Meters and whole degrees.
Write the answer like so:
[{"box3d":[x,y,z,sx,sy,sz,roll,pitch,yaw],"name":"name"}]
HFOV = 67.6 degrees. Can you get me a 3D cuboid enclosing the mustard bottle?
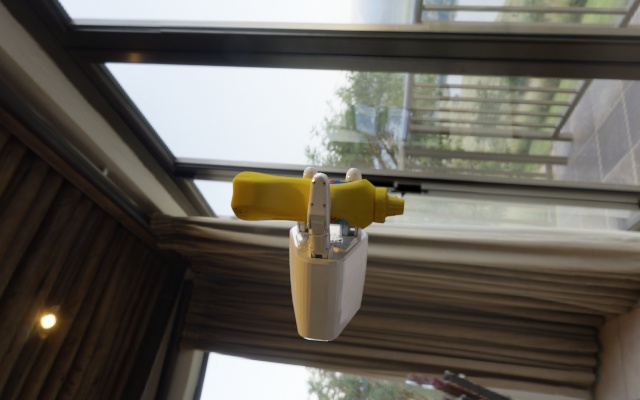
[{"box3d":[0.000,0.001,0.554,0.191,0.058,0.096,4,-6,8],"name":"mustard bottle"}]
